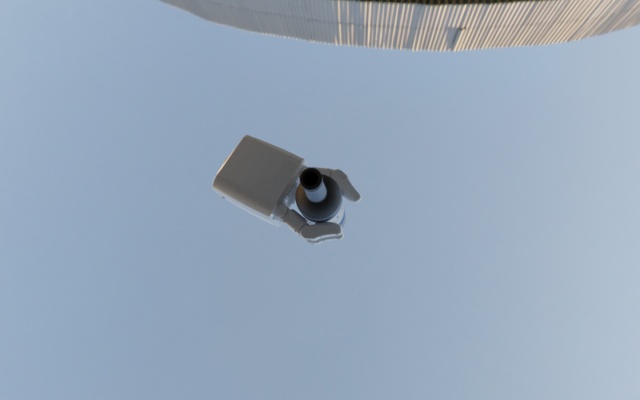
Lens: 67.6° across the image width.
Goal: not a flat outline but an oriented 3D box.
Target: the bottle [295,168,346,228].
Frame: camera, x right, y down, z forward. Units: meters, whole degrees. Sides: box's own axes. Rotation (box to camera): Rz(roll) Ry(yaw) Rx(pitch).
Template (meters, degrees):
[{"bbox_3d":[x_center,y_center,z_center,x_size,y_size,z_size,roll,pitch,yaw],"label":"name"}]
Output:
[{"bbox_3d":[0.000,0.002,0.713,0.069,0.069,0.296,0,-11,5],"label":"bottle"}]
